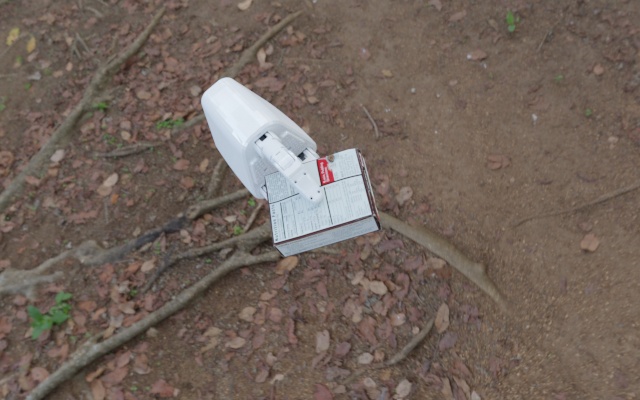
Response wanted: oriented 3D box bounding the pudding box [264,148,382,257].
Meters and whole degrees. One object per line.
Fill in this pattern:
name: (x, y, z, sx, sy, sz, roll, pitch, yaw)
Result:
pudding box: (0.000, 0.002, 0.511, 0.113, 0.090, 0.039, -18, -30, 11)
